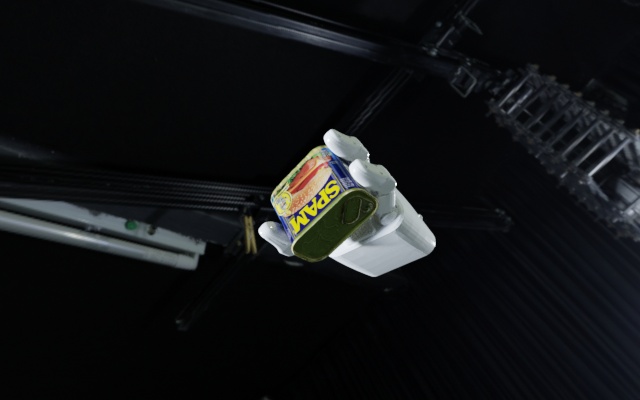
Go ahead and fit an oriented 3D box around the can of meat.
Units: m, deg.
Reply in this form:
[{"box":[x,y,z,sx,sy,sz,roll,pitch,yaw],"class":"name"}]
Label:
[{"box":[0.000,0.002,0.526,0.057,0.102,0.084,30,22,-45],"class":"can of meat"}]
